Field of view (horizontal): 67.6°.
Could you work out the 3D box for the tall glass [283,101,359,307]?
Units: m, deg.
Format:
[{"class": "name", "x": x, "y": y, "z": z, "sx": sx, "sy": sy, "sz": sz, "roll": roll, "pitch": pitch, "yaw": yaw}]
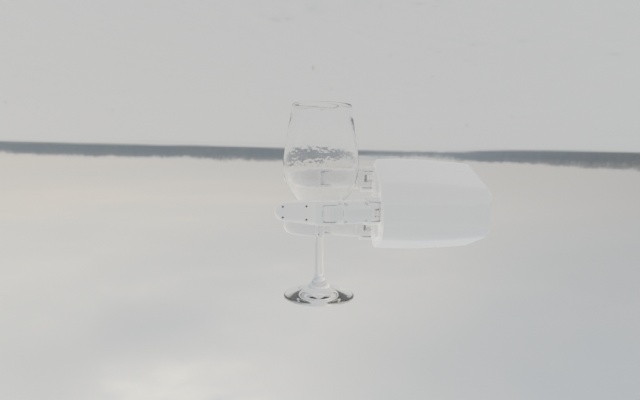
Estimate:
[{"class": "tall glass", "x": 0.000, "y": 0.002, "z": 0.495, "sx": 0.079, "sy": 0.201, "sz": 0.079, "roll": 1, "pitch": 6, "yaw": 0}]
